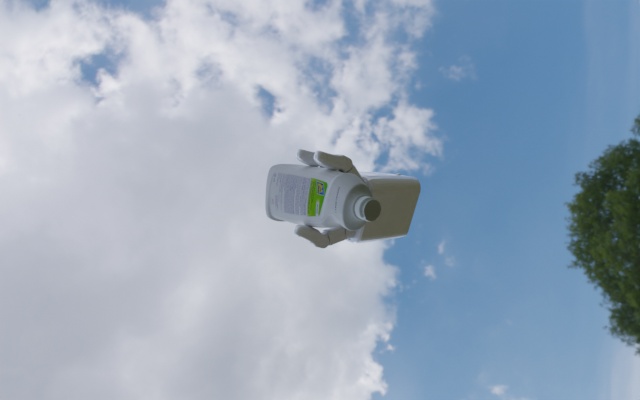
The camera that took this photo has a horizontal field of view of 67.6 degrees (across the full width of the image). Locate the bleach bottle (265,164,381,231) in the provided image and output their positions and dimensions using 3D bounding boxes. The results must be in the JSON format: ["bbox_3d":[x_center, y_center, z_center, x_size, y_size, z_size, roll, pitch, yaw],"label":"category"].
[{"bbox_3d":[0.000,0.002,0.715,0.068,0.102,0.251,-3,10,-32],"label":"bleach bottle"}]
